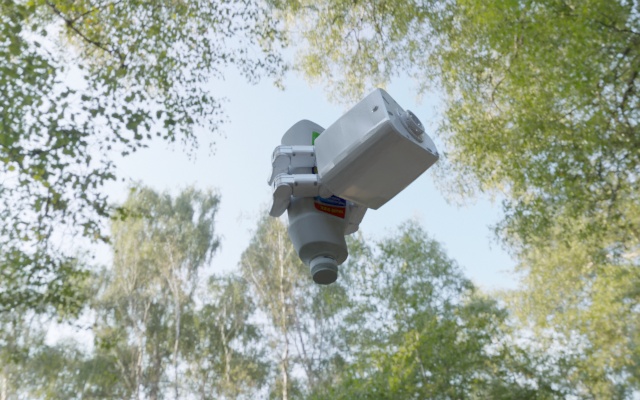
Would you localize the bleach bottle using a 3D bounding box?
[{"bbox_3d":[0.000,0.002,0.617,0.102,0.250,0.068,33,-58,-32],"label":"bleach bottle"}]
